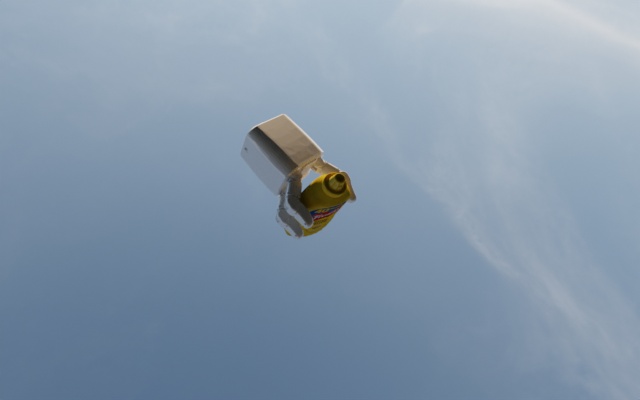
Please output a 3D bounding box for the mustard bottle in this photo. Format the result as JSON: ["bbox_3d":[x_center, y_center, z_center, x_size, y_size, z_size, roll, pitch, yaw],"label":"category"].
[{"bbox_3d":[0.000,0.003,0.836,0.096,0.058,0.192,-14,-19,-26],"label":"mustard bottle"}]
